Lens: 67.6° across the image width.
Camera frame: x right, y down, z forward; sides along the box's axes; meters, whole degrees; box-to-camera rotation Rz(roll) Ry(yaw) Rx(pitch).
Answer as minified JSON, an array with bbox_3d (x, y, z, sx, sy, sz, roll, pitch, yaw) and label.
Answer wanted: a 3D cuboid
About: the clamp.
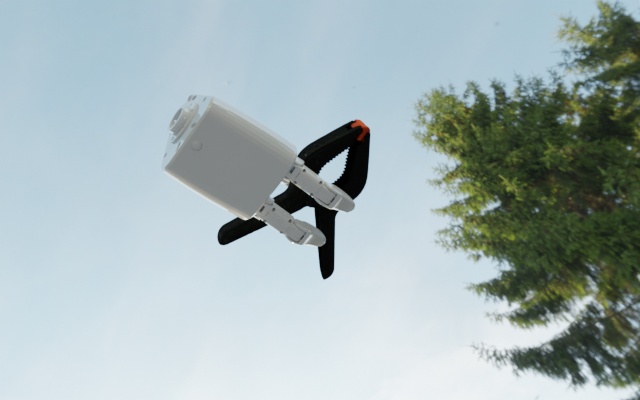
[{"bbox_3d":[0.000,0.001,0.572,0.165,0.210,0.036,31,15,-33],"label":"clamp"}]
